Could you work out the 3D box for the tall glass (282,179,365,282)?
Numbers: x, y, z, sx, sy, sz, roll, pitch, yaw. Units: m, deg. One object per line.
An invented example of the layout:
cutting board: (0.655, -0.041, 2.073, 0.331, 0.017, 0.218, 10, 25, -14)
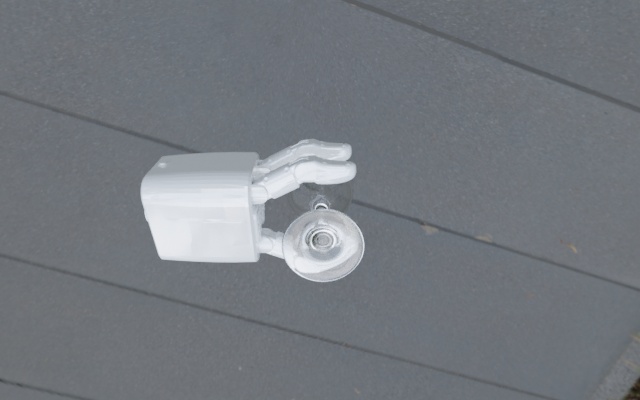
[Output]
tall glass: (0.000, 0.002, 0.516, 0.079, 0.079, 0.201, 0, 24, -1)
